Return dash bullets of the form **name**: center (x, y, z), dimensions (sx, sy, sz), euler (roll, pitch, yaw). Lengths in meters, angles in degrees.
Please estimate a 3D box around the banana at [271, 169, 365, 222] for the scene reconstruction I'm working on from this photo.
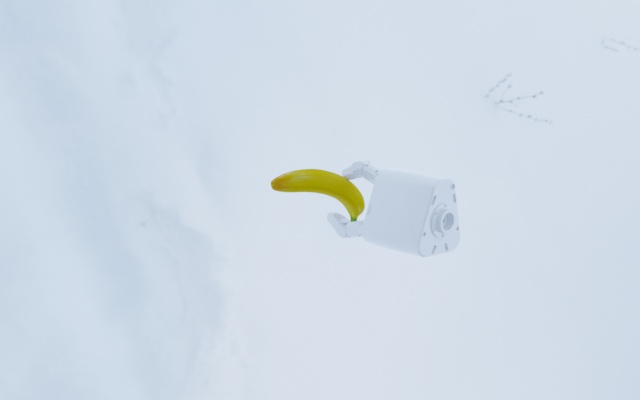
- **banana**: center (0.011, -0.013, 0.763), dimensions (0.198, 0.069, 0.037), euler (27, 1, -38)
